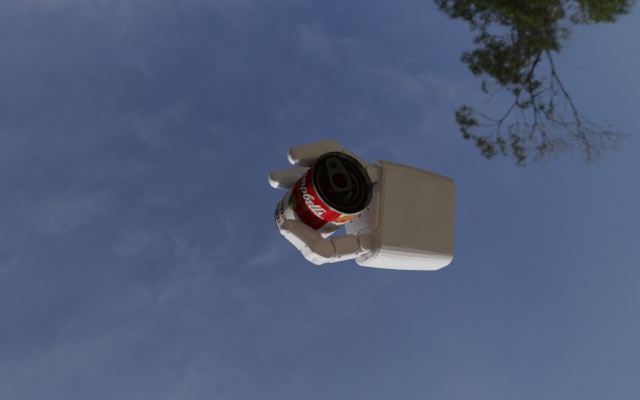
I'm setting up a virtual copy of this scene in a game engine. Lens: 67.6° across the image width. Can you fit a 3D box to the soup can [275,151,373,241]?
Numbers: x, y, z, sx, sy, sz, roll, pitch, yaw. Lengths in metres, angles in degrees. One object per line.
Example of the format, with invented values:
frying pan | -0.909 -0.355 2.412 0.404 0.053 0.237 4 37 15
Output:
soup can | 0.000 0.002 0.506 0.068 0.068 0.102 0 -23 -29
